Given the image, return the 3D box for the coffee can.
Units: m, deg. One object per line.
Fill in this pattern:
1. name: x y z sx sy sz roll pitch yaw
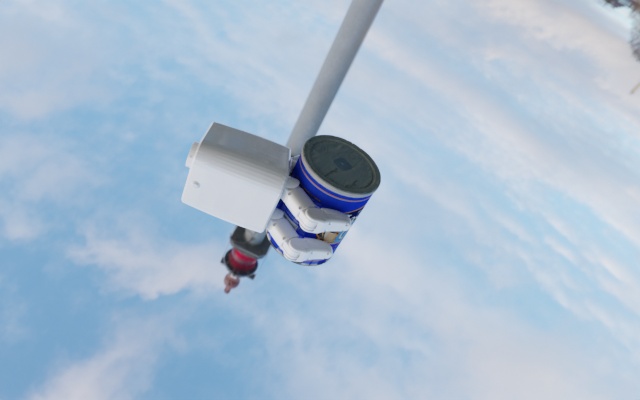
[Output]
1. coffee can: 0.000 0.002 0.612 0.103 0.102 0.140 0 -42 -31
